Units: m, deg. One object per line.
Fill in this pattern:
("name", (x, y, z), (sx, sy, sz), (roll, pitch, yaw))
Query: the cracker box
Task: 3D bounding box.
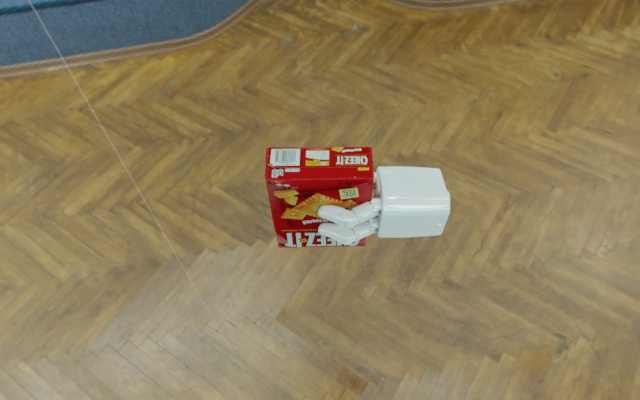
("cracker box", (0.000, 0.002, 0.798), (0.164, 0.072, 0.214), (0, -34, 1))
